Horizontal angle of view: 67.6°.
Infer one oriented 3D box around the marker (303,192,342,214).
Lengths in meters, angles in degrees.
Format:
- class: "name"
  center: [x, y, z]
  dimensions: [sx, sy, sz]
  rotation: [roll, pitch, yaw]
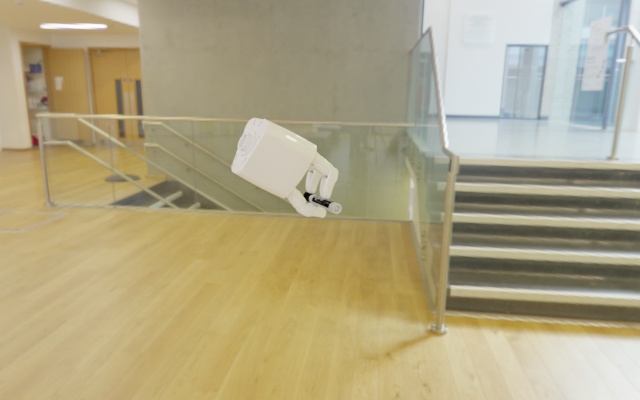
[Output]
- class: "marker"
  center: [0.000, 0.003, 0.891]
  dimensions: [0.020, 0.020, 0.121]
  rotation: [0, 12, -30]
